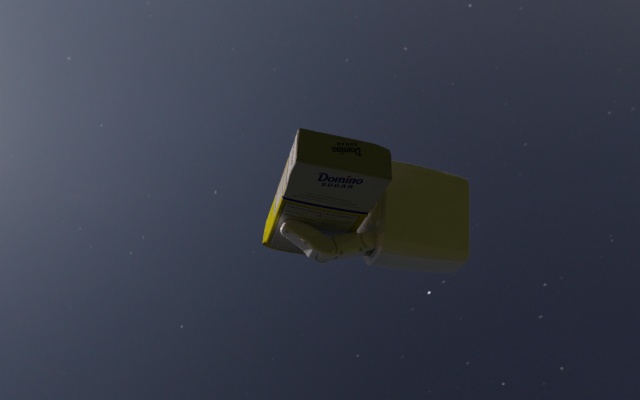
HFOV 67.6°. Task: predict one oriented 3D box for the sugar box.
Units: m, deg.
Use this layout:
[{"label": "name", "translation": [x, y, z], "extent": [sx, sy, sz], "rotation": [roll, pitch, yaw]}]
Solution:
[{"label": "sugar box", "translation": [0.000, 0.001, 0.503], "extent": [0.093, 0.048, 0.176], "rotation": [11, -36, -12]}]
